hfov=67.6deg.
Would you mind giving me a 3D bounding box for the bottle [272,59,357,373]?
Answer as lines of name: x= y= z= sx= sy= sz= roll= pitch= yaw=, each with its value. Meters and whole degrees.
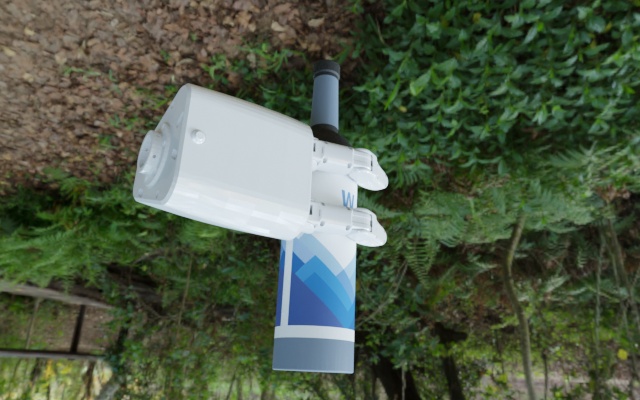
bottle: x=0.000 y=0.002 z=0.440 sx=0.069 sy=0.295 sz=0.069 roll=2 pitch=-20 yaw=1
